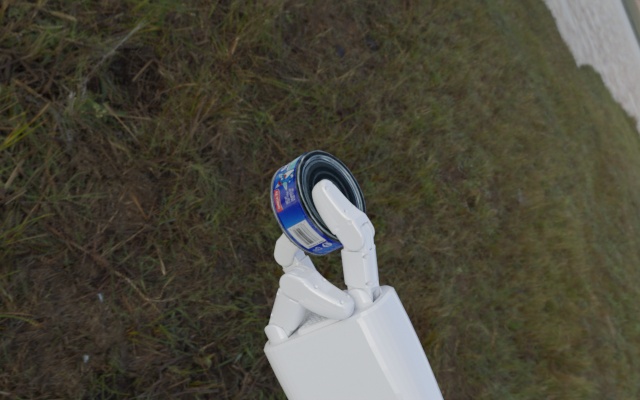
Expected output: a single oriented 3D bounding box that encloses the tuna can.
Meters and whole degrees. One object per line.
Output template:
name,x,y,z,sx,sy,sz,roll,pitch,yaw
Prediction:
tuna can,0.000,0.001,0.407,0.034,0.086,0.086,-28,-18,37
